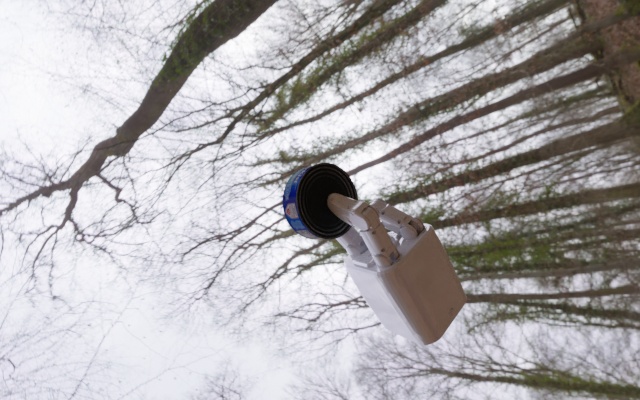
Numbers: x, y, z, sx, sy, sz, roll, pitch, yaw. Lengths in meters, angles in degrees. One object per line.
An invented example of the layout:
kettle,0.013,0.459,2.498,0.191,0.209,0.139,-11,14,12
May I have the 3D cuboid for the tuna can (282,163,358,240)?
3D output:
tuna can,0.000,0.002,0.543,0.086,0.086,0.034,0,-5,-37
